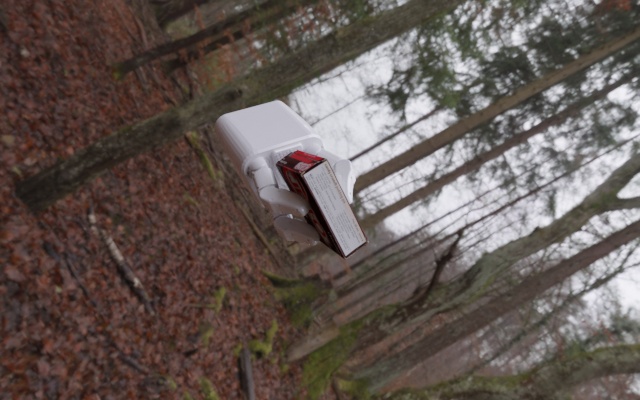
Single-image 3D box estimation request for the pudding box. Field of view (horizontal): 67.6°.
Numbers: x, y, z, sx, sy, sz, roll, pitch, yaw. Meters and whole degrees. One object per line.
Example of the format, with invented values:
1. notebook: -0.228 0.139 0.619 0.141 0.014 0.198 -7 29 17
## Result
1. pudding box: 0.000 0.002 0.540 0.039 0.113 0.090 -34 22 -11
